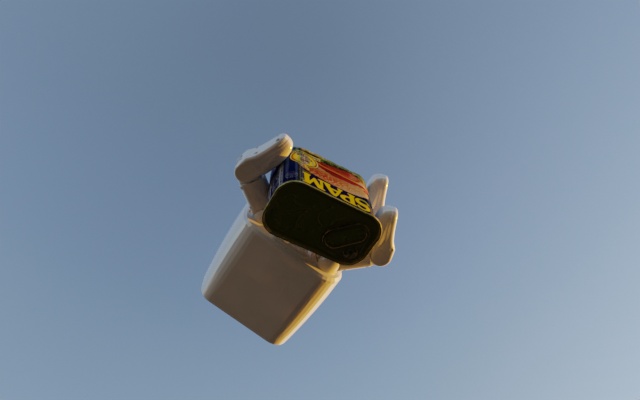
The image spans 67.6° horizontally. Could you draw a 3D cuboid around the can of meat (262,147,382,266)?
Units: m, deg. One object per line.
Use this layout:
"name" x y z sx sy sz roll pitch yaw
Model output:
"can of meat" 0.000 0.001 0.442 0.102 0.057 0.084 25 25 -16
